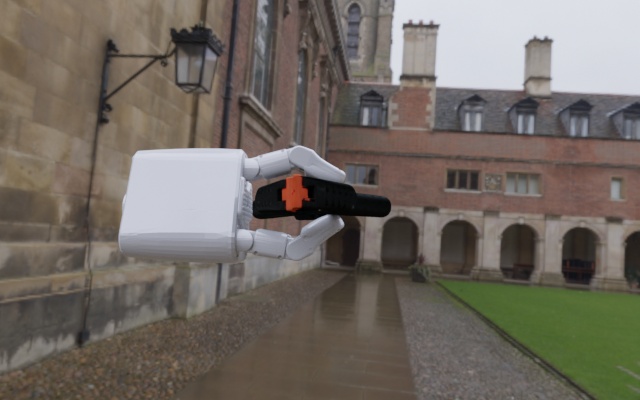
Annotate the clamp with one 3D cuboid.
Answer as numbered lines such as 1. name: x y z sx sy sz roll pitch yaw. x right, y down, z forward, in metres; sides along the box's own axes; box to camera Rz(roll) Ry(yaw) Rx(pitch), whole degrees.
1. clamp: 0.000 0.001 0.477 0.164 0.036 0.210 -2 -5 -1
